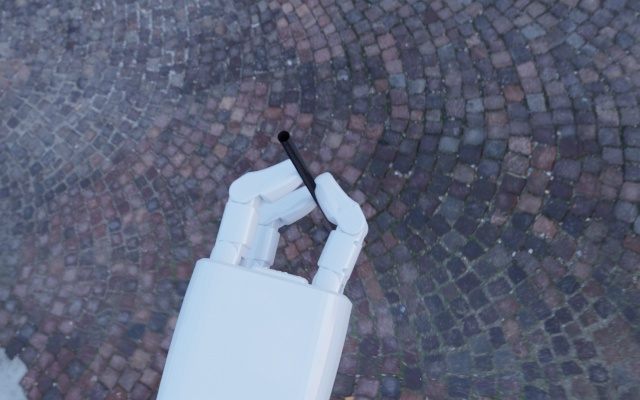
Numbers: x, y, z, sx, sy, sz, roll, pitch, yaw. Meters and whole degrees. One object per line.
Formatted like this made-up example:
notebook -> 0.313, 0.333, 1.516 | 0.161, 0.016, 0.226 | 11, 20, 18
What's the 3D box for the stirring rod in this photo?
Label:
stirring rod -> 0.000, 0.001, 0.409 | 0.011, 0.011, 0.240 | 0, -20, 12
